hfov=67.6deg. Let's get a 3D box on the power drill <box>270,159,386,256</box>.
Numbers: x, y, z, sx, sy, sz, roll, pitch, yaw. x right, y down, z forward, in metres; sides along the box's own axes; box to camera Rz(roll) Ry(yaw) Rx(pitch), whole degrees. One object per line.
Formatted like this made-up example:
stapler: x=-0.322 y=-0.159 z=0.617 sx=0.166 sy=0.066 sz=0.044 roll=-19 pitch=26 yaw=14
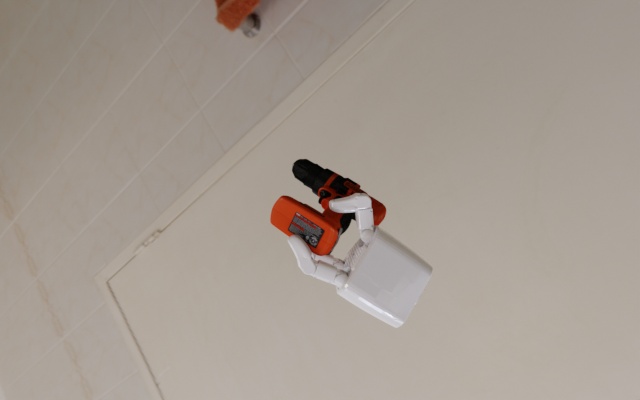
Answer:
power drill: x=0.000 y=0.003 z=0.759 sx=0.184 sy=0.057 sz=0.187 roll=31 pitch=29 yaw=14
